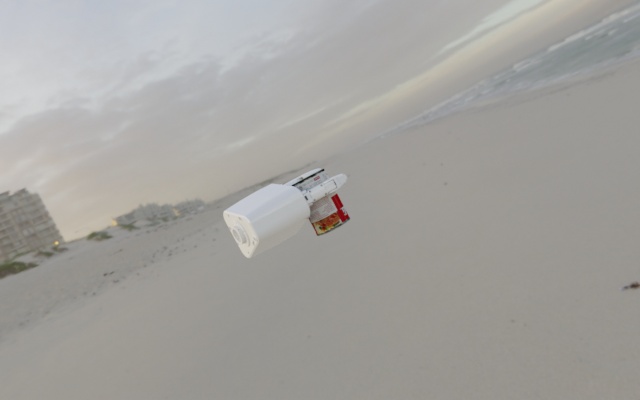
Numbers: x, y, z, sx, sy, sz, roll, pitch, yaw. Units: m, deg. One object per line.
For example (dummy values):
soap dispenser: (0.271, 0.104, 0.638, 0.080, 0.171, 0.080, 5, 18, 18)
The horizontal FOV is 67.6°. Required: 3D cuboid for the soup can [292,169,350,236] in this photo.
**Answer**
soup can: (0.000, 0.002, 0.849, 0.068, 0.102, 0.068, -28, 4, 2)
